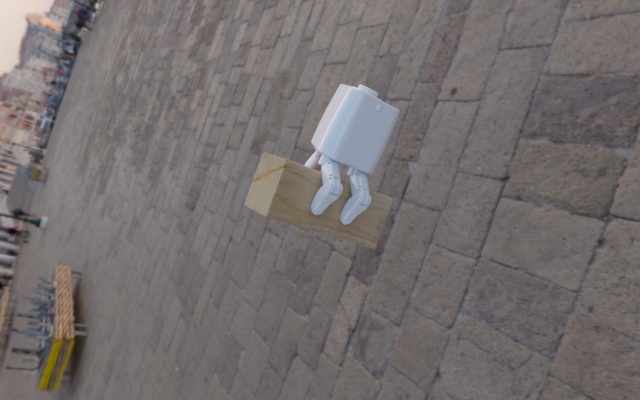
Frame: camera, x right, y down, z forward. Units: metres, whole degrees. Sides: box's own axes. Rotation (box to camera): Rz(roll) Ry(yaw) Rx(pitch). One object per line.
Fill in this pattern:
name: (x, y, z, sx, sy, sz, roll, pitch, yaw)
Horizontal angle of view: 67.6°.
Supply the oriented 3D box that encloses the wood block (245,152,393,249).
wood block: (0.000, 0.002, 0.757, 0.206, 0.090, 0.091, 19, 2, -32)
